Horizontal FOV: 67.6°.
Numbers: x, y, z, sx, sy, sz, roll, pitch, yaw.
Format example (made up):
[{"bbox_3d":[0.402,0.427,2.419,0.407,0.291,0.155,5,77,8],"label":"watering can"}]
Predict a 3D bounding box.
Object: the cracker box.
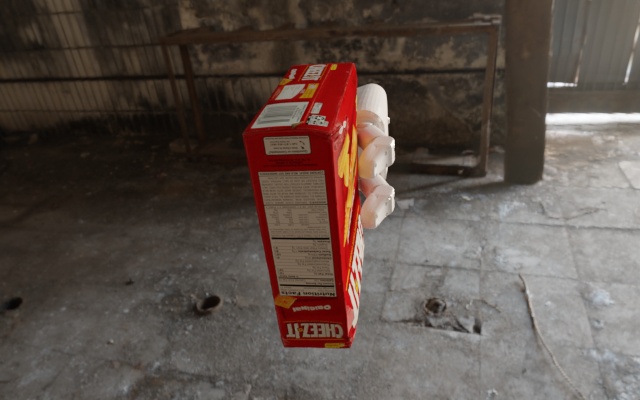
[{"bbox_3d":[0.000,0.001,0.441,0.072,0.214,0.164,0,31,10],"label":"cracker box"}]
